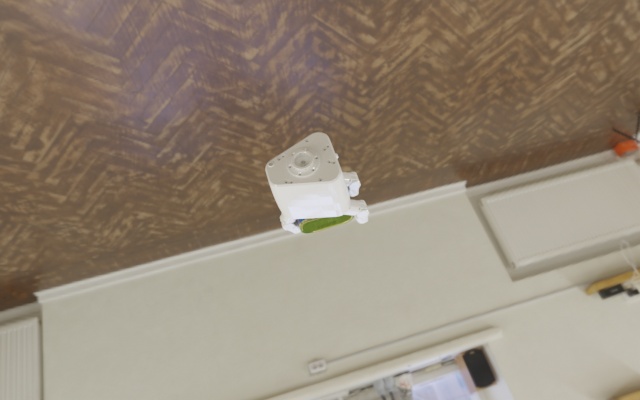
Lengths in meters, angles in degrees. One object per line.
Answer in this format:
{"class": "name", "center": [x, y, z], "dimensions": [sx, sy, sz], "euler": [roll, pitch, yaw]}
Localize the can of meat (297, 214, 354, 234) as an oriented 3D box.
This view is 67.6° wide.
{"class": "can of meat", "center": [0.000, 0.003, 0.831], "dimensions": [0.102, 0.084, 0.057], "euler": [-17, -28, -3]}
